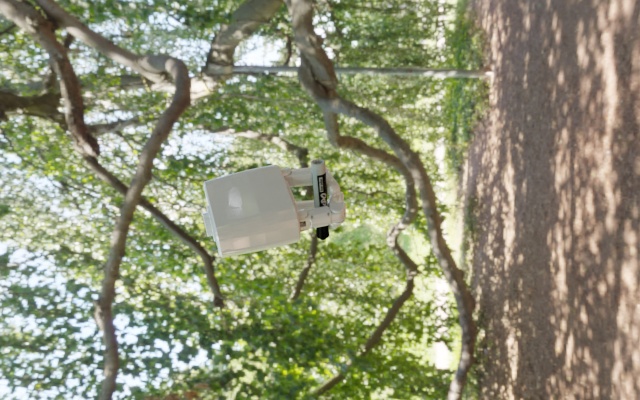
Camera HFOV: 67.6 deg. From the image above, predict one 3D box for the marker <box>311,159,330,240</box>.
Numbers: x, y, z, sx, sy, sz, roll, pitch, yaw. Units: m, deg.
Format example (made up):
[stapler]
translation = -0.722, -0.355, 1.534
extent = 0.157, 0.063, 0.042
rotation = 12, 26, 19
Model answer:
[marker]
translation = 0.000, 0.002, 0.641
extent = 0.020, 0.121, 0.020
rotation = -3, 31, 2
